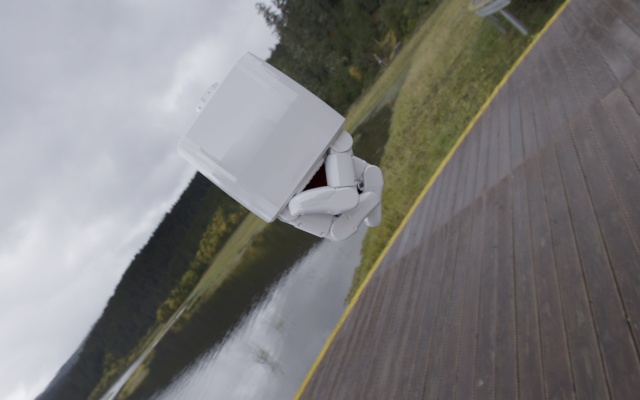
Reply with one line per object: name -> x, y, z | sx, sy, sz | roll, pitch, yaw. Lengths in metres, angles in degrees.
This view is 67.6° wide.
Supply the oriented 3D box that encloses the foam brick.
foam brick -> 0.000, 0.002, 0.492 | 0.051, 0.053, 0.078 | 33, -12, -7
